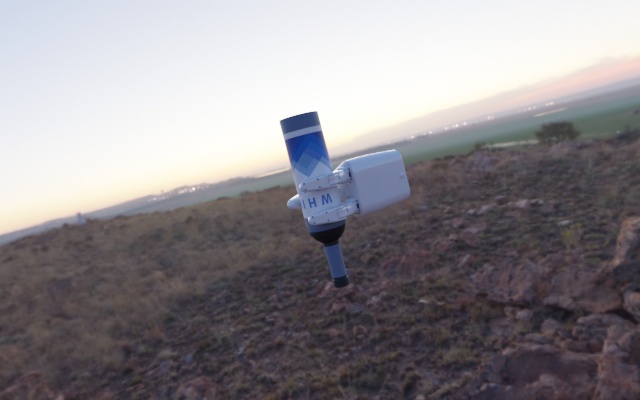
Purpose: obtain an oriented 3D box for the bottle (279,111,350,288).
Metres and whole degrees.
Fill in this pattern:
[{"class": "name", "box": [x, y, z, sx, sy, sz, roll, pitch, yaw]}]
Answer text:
[{"class": "bottle", "box": [0.000, 0.002, 0.800, 0.069, 0.296, 0.069, -14, 6, 1]}]
